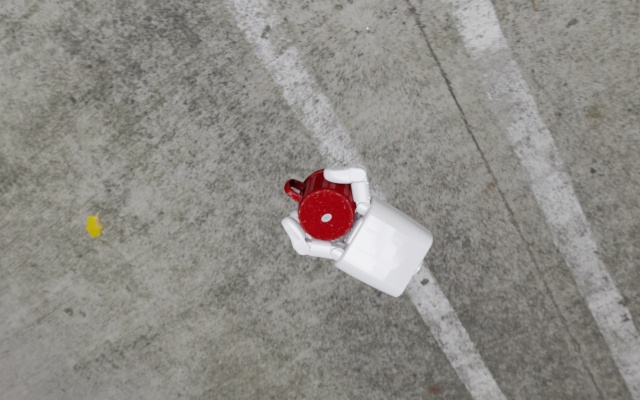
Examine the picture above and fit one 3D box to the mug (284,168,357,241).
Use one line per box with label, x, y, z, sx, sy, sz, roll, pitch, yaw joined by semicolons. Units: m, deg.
mug;-0.001;0.002;0.705;0.117;0.093;0.081;29;20;-7
